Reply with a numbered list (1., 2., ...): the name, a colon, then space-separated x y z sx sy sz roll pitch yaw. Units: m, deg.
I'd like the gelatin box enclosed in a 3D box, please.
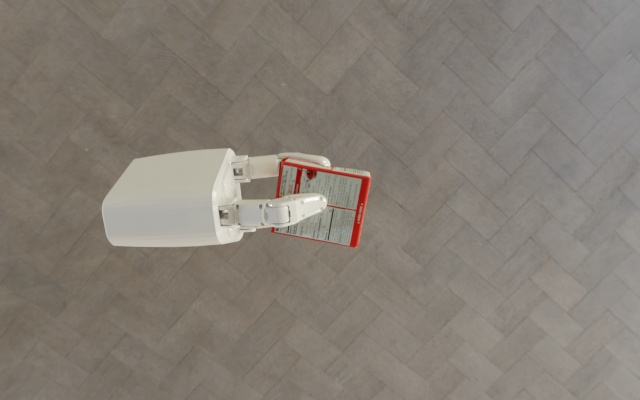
1. gelatin box: 0.000 0.002 0.470 0.089 0.073 0.030 10 15 4
